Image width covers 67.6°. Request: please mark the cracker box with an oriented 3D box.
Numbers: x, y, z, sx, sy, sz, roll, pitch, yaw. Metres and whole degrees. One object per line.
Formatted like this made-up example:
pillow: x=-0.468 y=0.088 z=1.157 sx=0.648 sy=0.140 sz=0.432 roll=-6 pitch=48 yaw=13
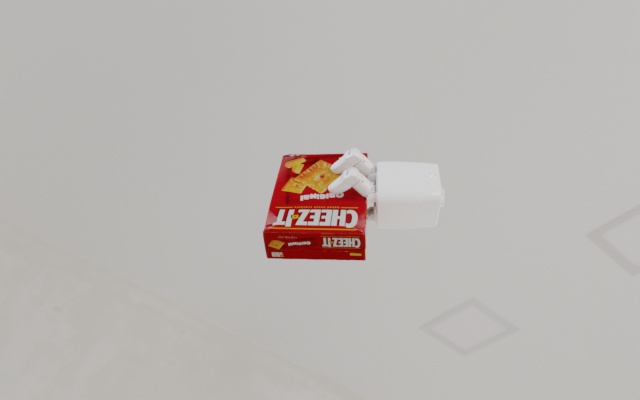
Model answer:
cracker box: x=0.000 y=0.003 z=0.833 sx=0.164 sy=0.072 sz=0.213 roll=0 pitch=40 yaw=7
